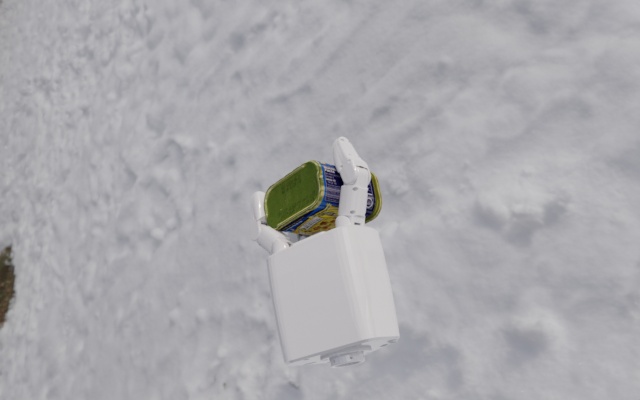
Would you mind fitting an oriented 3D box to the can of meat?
[{"bbox_3d":[0.000,0.002,0.514,0.084,0.057,0.102,11,-29,-39],"label":"can of meat"}]
